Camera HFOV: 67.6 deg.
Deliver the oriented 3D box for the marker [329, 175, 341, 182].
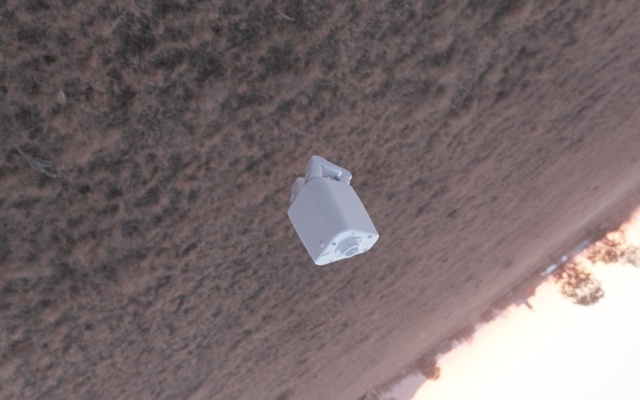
[{"bbox_3d":[0.000,0.003,0.832,0.020,0.020,0.121,0,-41,-35],"label":"marker"}]
